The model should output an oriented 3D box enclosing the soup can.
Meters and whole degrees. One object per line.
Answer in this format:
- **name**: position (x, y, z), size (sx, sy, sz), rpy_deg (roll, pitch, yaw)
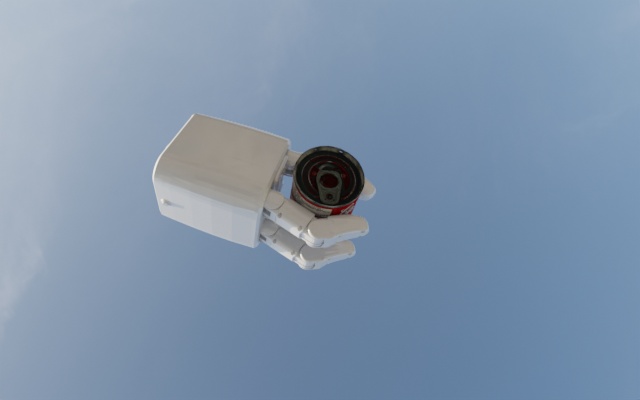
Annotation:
- **soup can**: position (0.001, 0.002, 0.488), size (0.068, 0.068, 0.102), rpy_deg (0, -30, -11)
